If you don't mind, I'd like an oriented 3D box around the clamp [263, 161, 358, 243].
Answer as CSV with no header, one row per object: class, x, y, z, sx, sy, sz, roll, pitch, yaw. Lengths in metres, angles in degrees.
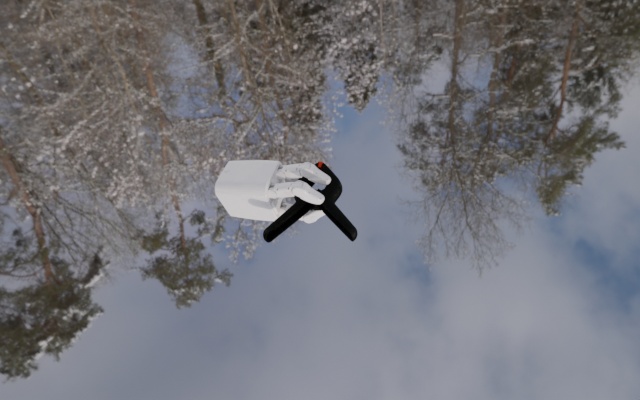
clamp,0.000,0.003,0.883,0.164,0.036,0.209,4,43,14
